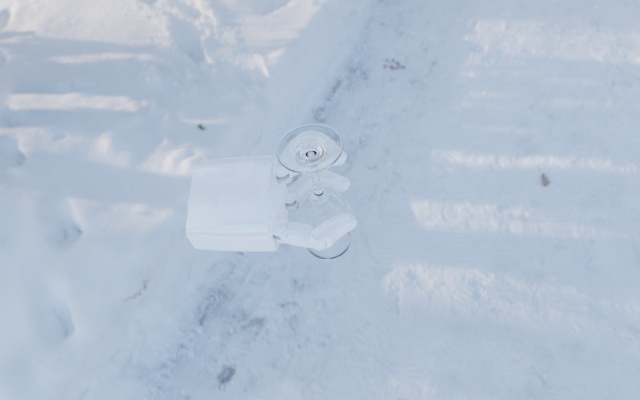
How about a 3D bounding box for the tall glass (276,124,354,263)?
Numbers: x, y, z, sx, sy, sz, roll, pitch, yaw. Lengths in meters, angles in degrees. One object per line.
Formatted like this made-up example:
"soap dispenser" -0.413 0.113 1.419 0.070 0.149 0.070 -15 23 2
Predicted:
"tall glass" 0.000 0.002 0.599 0.079 0.079 0.201 0 -37 9
